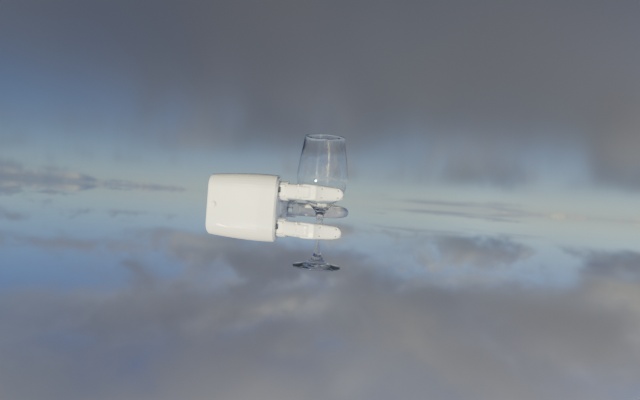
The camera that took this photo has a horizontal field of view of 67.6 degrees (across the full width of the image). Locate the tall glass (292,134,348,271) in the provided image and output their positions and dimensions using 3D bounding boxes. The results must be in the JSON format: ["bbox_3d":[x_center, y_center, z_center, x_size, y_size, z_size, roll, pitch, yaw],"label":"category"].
[{"bbox_3d":[0.000,0.003,0.728,0.079,0.201,0.079,4,0,0],"label":"tall glass"}]
